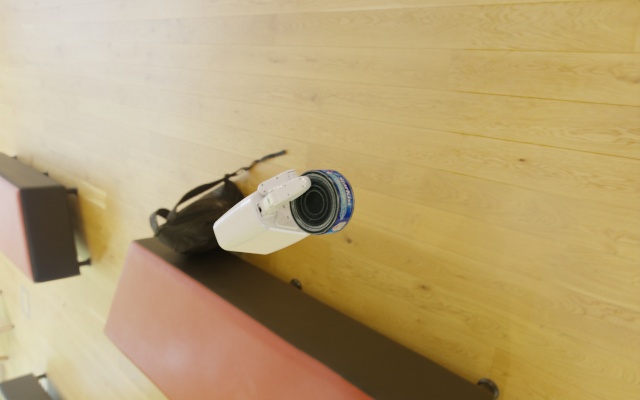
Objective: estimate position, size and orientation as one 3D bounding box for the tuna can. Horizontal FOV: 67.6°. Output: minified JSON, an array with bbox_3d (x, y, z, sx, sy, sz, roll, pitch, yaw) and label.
[{"bbox_3d":[0.000,0.002,0.621,0.086,0.086,0.034,0,2,39],"label":"tuna can"}]
